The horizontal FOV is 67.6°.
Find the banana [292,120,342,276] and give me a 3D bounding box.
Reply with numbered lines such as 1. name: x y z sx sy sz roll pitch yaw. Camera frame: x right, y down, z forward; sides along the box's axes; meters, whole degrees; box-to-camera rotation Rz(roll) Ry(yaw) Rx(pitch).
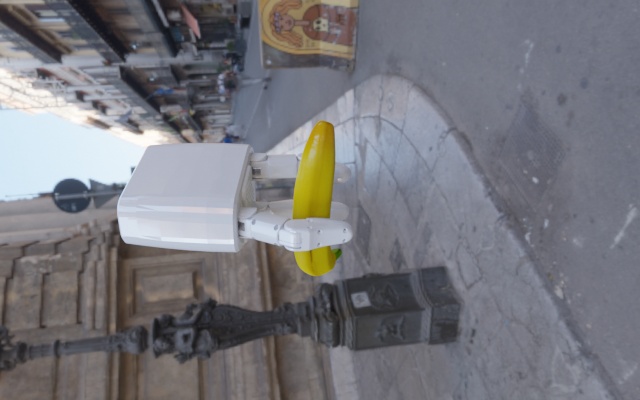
1. banana: -0.004 0.017 0.461 0.037 0.069 0.198 9 -41 11
